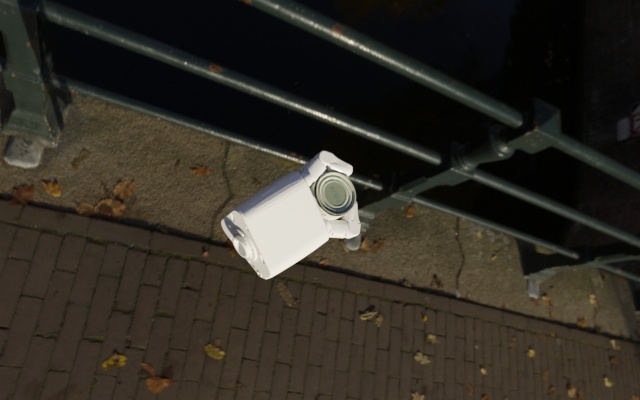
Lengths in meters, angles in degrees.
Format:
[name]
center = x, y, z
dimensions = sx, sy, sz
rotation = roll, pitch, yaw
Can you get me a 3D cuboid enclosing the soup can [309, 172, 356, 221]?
[soup can]
center = 0.001, 0.002, 0.720
dimensions = 0.068, 0.068, 0.102
rotation = 0, -15, -27
